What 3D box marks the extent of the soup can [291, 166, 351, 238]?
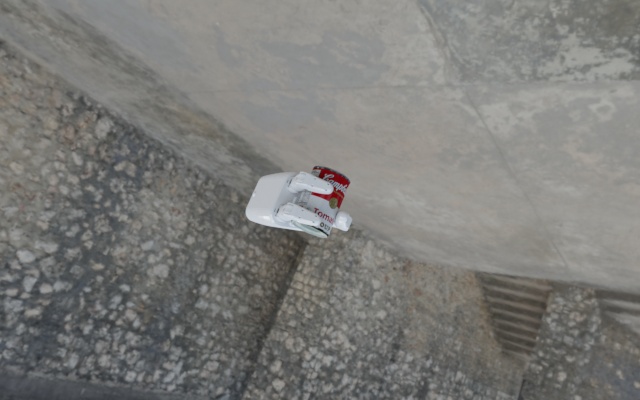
[{"bbox_3d":[0.000,0.003,0.792,0.068,0.102,0.068,21,-13,5],"label":"soup can"}]
